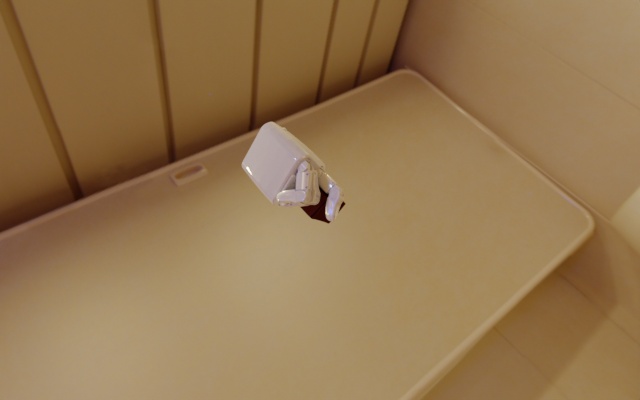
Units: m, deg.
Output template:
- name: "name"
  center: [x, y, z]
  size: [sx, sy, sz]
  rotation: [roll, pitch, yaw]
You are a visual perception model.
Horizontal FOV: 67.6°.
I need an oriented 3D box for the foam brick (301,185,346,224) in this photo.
- name: "foam brick"
  center: [0.000, 0.003, 0.875]
  size: [0.051, 0.053, 0.078]
  rotation: [45, 10, 25]
